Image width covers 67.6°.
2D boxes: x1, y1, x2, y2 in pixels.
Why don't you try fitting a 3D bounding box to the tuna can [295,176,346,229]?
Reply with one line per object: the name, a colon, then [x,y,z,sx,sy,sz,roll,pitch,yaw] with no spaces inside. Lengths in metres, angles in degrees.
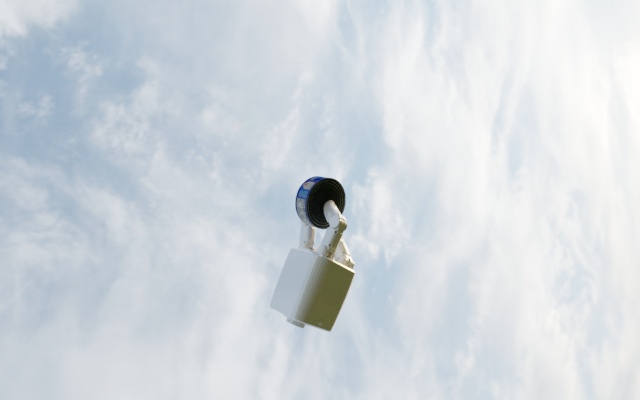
tuna can: [0.000,0.002,0.794,0.086,0.086,0.033,0,10,-41]
